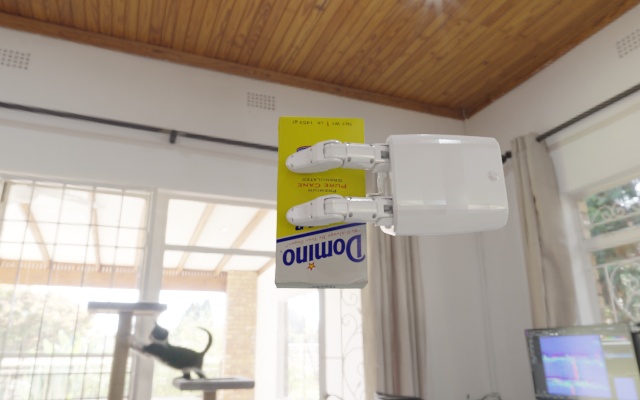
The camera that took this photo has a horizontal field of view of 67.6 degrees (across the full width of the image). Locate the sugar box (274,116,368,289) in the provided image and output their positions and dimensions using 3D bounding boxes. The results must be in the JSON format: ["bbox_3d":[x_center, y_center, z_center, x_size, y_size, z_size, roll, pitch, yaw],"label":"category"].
[{"bbox_3d":[0.000,0.001,0.495,0.093,0.176,0.048,0,-18,-3],"label":"sugar box"}]
